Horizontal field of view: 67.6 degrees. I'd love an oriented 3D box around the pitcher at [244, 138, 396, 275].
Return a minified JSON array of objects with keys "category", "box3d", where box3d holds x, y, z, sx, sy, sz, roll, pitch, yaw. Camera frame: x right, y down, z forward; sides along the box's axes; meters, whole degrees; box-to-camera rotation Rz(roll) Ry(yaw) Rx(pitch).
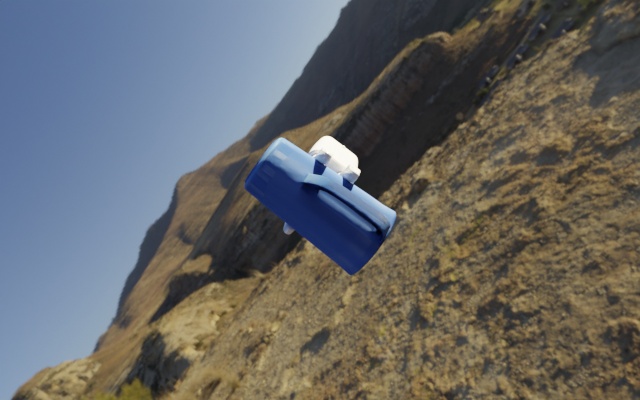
[{"category":"pitcher","box3d":[0.000,0.003,0.799,0.243,0.149,0.145,36,26,-6]}]
